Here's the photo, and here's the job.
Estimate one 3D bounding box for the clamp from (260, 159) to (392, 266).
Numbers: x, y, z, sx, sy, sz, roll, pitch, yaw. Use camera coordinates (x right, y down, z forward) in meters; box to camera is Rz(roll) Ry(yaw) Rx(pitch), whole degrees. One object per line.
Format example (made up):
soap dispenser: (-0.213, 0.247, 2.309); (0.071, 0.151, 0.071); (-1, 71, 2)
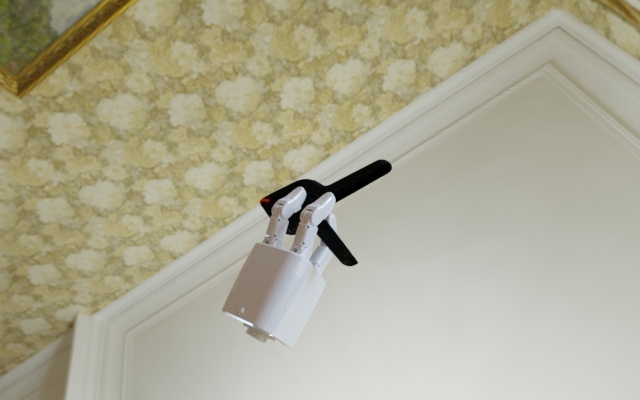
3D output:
clamp: (0.000, 0.003, 0.701); (0.210, 0.164, 0.036); (10, -27, 41)
